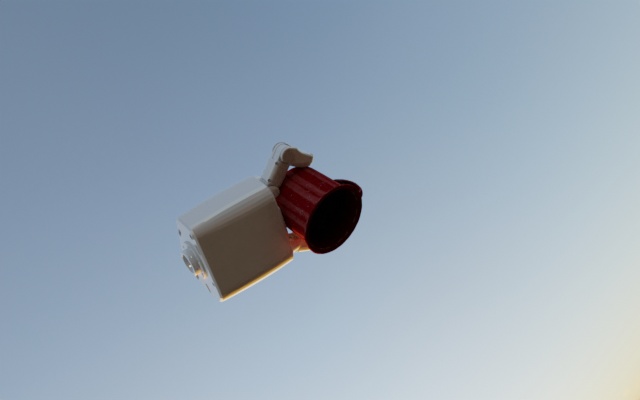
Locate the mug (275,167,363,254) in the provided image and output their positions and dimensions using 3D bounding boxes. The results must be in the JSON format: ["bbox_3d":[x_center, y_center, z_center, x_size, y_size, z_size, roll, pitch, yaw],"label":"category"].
[{"bbox_3d":[0.001,0.001,0.602,0.117,0.093,0.081,-30,43,-30],"label":"mug"}]
